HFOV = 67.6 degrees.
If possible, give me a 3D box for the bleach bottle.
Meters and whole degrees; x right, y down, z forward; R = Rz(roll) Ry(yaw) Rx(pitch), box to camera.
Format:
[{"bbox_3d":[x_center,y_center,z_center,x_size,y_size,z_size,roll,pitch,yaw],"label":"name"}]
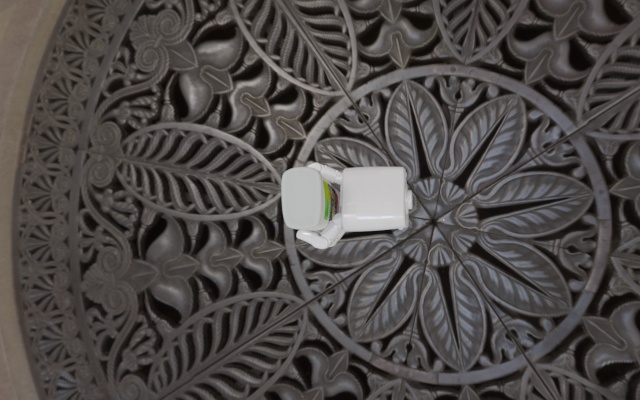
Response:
[{"bbox_3d":[0.000,0.003,0.867,0.068,0.102,0.251,-2,-3,14],"label":"bleach bottle"}]
